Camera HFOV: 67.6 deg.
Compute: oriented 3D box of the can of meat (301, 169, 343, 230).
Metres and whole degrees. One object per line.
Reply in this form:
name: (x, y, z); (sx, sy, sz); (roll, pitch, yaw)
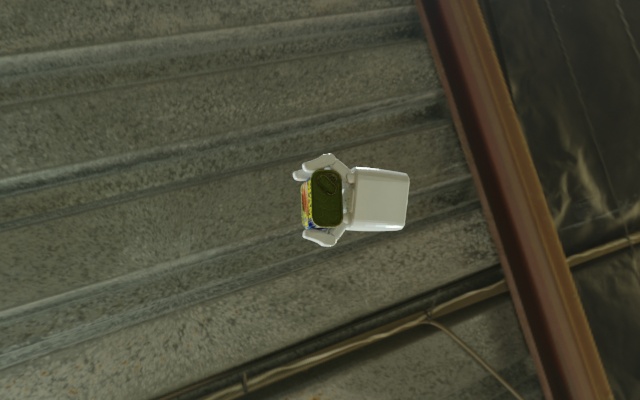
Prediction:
can of meat: (0.000, 0.003, 0.861); (0.057, 0.102, 0.084); (1, -10, -16)
